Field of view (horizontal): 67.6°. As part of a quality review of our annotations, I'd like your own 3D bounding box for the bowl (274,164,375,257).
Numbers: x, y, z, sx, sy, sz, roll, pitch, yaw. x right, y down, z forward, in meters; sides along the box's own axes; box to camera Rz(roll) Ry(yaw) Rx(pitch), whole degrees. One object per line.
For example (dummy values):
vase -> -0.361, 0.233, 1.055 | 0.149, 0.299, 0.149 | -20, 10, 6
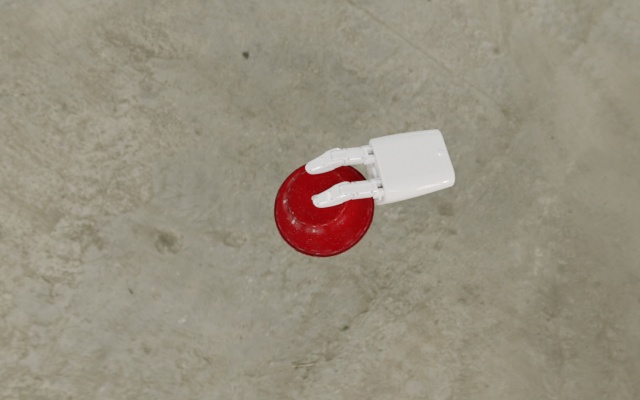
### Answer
bowl -> -0.001, 0.003, 0.728 | 0.162, 0.162, 0.055 | 0, -18, 11
